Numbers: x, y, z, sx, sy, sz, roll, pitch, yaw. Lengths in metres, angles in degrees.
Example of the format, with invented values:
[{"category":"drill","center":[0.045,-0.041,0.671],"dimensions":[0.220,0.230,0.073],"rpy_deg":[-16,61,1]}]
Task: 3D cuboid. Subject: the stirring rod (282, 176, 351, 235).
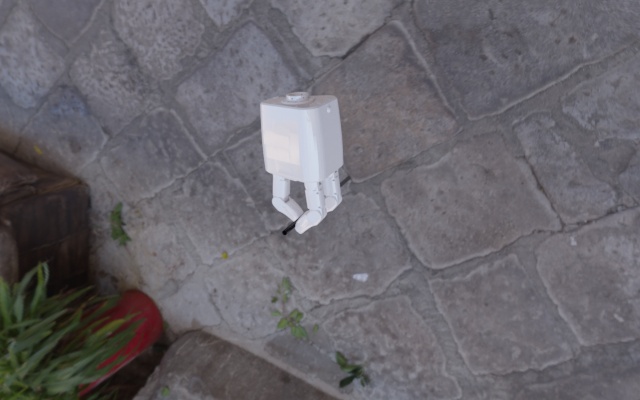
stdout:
[{"category":"stirring rod","center":[0.000,0.003,0.800],"dimensions":[0.011,0.011,0.239],"rpy_deg":[0,22,29]}]
